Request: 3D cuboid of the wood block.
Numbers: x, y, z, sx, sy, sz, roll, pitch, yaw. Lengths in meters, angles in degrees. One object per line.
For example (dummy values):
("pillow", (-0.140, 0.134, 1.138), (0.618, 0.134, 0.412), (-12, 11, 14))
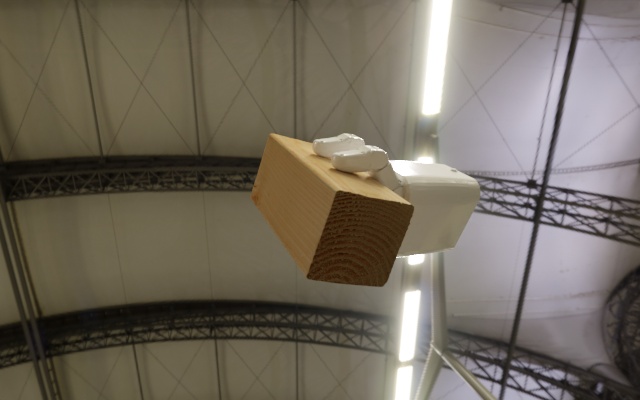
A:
("wood block", (0.000, 0.002, 0.527), (0.090, 0.091, 0.206), (11, 16, -27))
